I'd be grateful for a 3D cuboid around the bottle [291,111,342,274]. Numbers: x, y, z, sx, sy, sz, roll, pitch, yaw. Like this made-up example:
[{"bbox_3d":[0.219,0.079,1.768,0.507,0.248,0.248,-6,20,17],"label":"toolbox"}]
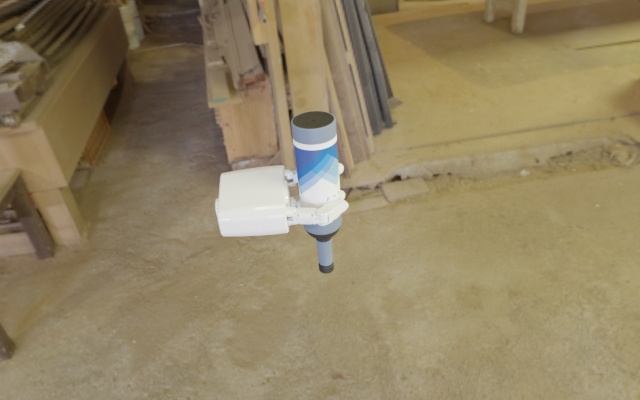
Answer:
[{"bbox_3d":[0.000,0.002,0.787,0.069,0.296,0.069,-4,34,2],"label":"bottle"}]
